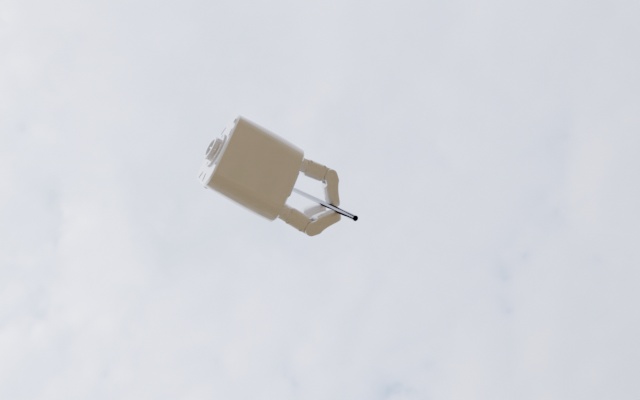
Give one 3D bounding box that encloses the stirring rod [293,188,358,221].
[{"bbox_3d":[0.000,0.002,0.732,0.011,0.011,0.239,0,10,-23],"label":"stirring rod"}]
